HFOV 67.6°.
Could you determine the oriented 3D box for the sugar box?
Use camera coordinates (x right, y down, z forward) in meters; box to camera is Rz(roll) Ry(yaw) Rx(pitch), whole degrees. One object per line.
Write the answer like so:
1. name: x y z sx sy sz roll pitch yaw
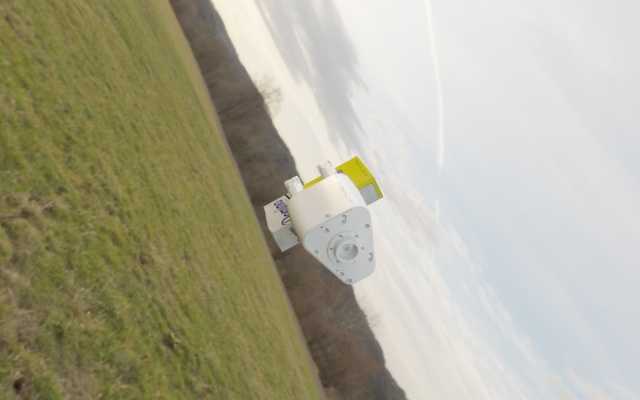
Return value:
1. sugar box: 0.000 0.002 0.746 0.176 0.048 0.093 -27 29 0
